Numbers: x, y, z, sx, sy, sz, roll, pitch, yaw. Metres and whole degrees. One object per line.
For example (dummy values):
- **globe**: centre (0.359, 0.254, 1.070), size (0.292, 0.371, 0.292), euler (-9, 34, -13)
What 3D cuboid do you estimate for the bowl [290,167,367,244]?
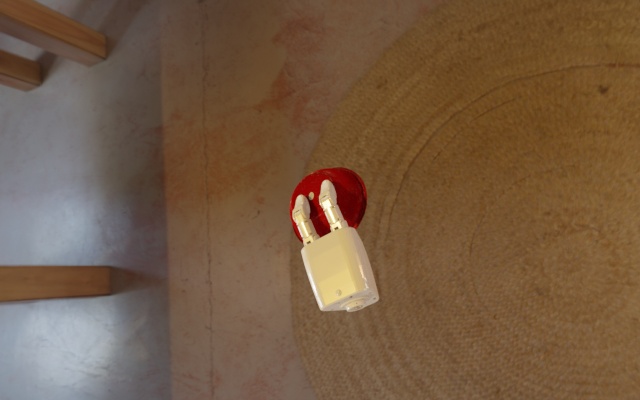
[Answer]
- **bowl**: centre (-0.001, 0.002, 0.851), size (0.162, 0.162, 0.055), euler (0, -23, 36)
